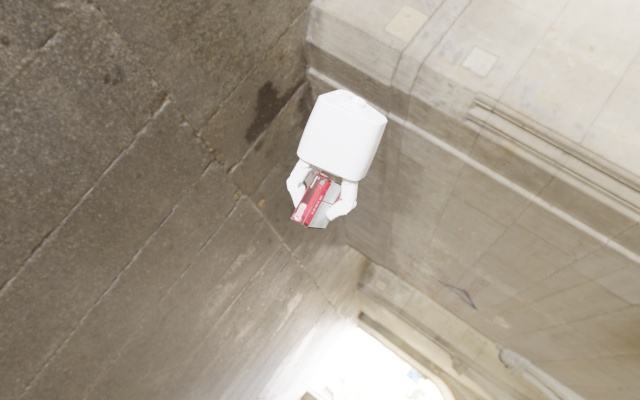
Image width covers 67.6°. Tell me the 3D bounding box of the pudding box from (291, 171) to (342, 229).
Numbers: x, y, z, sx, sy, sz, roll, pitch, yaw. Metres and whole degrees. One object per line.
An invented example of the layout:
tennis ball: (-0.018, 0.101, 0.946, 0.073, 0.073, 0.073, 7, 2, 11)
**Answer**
pudding box: (0.000, 0.003, 0.826, 0.039, 0.090, 0.113, 31, 4, 18)
